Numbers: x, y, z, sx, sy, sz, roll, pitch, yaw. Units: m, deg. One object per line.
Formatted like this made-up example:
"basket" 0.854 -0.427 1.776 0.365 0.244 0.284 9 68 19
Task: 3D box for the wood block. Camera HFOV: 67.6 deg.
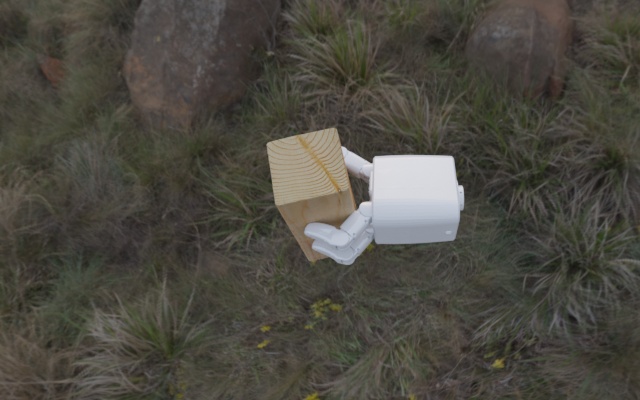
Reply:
"wood block" 0.000 0.002 0.653 0.090 0.090 0.206 -12 -27 4
